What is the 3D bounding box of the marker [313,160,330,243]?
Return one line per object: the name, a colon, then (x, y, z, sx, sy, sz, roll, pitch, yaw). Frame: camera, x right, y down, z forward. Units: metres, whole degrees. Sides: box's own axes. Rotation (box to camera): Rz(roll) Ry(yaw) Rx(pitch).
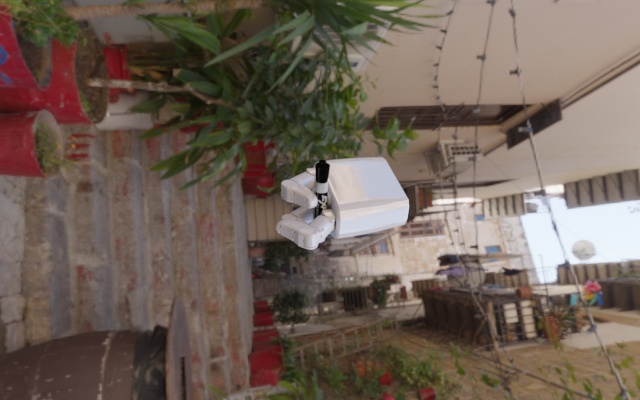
marker: (0.000, 0.002, 0.629, 0.020, 0.121, 0.020, 2, 31, -1)
